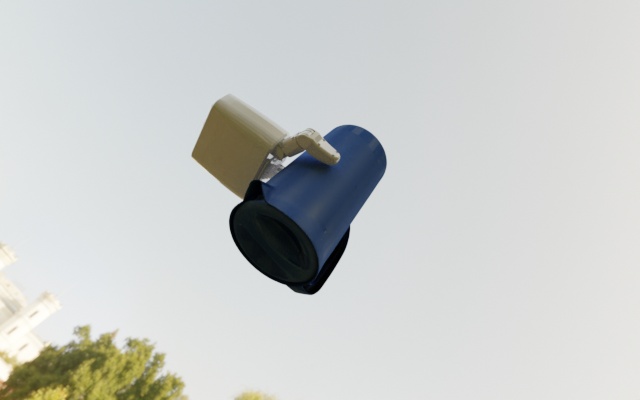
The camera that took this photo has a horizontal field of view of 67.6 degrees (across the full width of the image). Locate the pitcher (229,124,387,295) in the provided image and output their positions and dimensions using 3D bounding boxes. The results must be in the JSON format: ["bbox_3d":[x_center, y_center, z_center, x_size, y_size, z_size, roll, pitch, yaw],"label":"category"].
[{"bbox_3d":[0.000,0.002,0.666,0.242,0.145,0.149,-47,-9,-42],"label":"pitcher"}]
